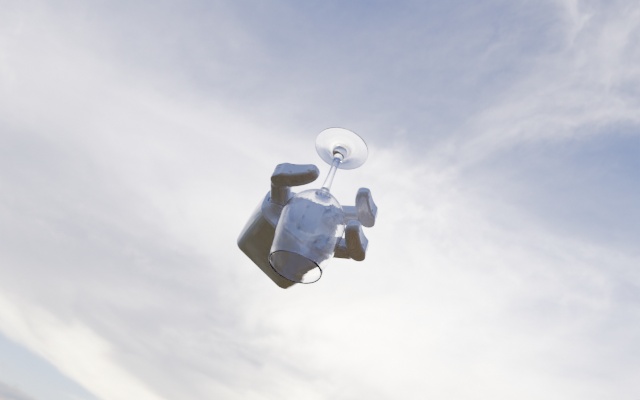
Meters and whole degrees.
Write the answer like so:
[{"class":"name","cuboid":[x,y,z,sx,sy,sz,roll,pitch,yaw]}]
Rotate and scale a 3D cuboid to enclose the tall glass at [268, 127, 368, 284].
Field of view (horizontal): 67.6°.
[{"class":"tall glass","cuboid":[0.000,0.001,0.582,0.079,0.201,0.079,12,-41,11]}]
